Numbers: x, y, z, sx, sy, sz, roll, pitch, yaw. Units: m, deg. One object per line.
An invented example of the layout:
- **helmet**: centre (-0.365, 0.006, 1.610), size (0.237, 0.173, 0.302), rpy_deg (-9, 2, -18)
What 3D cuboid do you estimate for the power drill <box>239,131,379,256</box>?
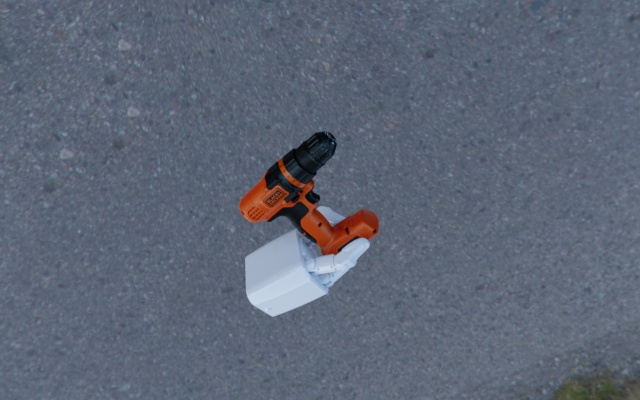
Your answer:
- **power drill**: centre (0.000, 0.003, 0.719), size (0.188, 0.057, 0.184), rpy_deg (38, -61, -25)
